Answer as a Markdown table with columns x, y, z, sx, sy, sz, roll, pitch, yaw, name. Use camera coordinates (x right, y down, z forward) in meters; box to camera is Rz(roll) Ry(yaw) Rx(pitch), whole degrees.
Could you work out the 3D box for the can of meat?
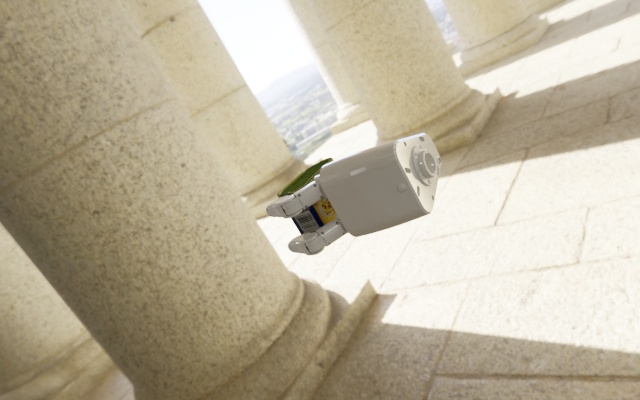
| x | y | z | sx | sy | sz | roll | pitch | yaw | name |
| --- | --- | --- | --- | --- | --- | --- | --- | --- | --- |
| 0.000 | 0.002 | 0.637 | 0.057 | 0.084 | 0.102 | -17 | 20 | 40 | can of meat |
